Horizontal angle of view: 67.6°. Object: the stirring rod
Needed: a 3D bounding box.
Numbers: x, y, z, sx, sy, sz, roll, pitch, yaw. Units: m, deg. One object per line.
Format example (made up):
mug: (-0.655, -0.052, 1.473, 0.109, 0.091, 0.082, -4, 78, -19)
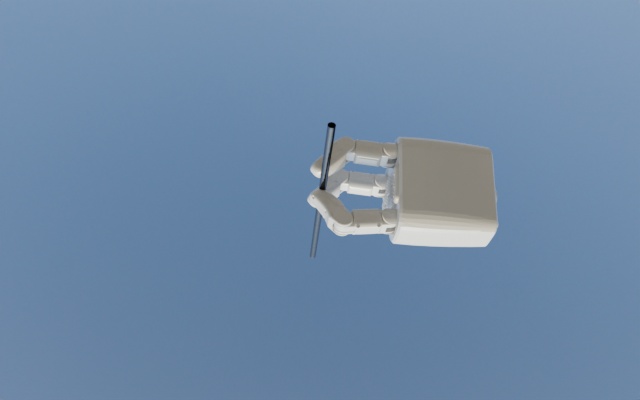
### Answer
stirring rod: (0.000, 0.002, 0.540, 0.011, 0.011, 0.240, 0, -37, -6)
